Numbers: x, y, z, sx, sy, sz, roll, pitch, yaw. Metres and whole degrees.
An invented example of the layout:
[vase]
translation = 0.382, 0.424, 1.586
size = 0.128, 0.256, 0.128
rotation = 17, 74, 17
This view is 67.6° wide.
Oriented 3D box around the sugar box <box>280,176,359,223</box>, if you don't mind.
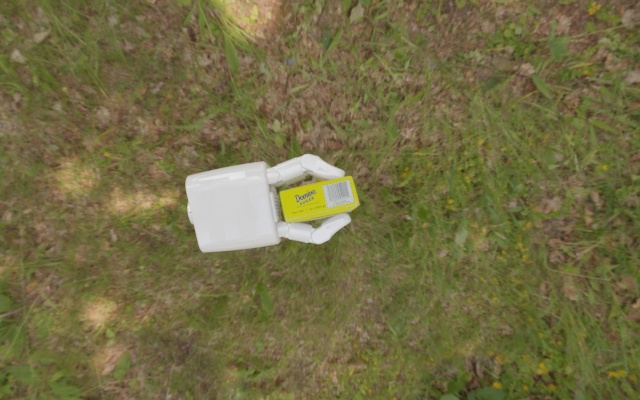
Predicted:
[sugar box]
translation = 0.000, 0.002, 0.660
size = 0.093, 0.048, 0.176
rotation = -12, 0, 0
